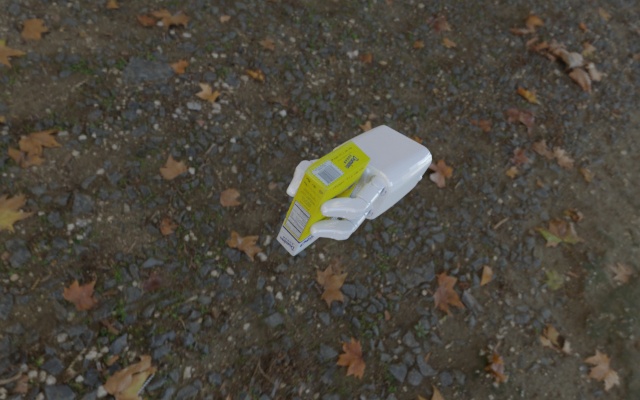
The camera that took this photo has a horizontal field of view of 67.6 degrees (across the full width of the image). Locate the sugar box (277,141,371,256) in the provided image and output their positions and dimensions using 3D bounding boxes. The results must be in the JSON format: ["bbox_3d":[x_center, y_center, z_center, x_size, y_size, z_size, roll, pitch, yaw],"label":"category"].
[{"bbox_3d":[0.001,0.002,0.678,0.093,0.048,0.176,-35,-20,-34],"label":"sugar box"}]
